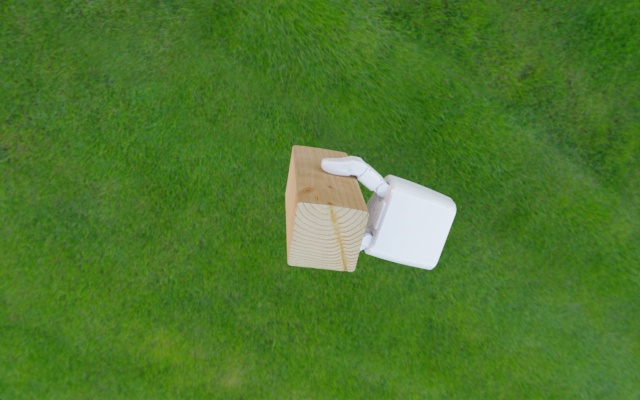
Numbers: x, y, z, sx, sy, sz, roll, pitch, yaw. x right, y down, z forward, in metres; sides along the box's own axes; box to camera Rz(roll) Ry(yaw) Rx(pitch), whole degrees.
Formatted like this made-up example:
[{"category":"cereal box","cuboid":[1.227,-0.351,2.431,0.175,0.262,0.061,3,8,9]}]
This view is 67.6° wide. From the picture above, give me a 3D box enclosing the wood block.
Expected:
[{"category":"wood block","cuboid":[0.001,0.002,0.677,0.090,0.091,0.206,8,24,-9]}]
